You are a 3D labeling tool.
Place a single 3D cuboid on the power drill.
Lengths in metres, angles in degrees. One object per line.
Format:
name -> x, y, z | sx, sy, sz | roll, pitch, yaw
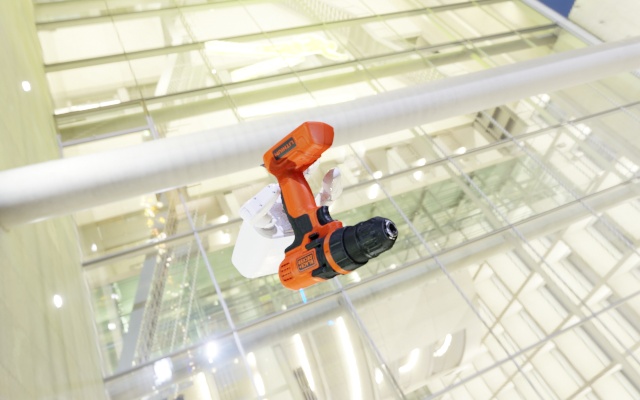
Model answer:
power drill -> 0.000, 0.002, 0.583 | 0.057, 0.187, 0.184 | 6, -27, -45
